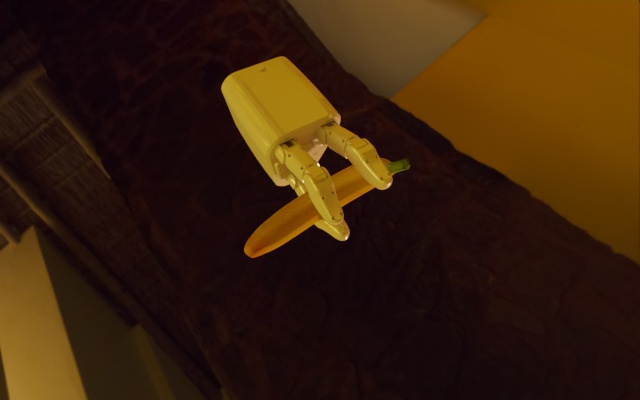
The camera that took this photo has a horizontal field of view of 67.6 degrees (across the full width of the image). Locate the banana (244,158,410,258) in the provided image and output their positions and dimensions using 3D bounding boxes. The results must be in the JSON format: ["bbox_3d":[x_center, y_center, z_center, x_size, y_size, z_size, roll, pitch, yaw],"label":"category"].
[{"bbox_3d":[0.002,0.001,0.529,0.198,0.037,0.069,-31,1,-4],"label":"banana"}]
